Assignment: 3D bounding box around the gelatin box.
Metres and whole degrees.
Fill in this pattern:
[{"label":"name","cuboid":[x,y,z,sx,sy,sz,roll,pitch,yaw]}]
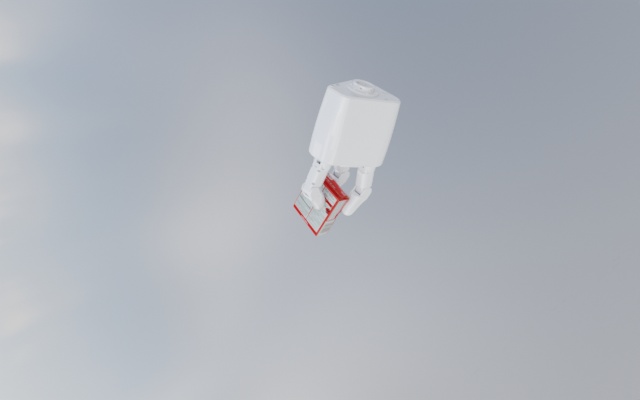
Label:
[{"label":"gelatin box","cuboid":[0.000,0.003,0.792,0.030,0.089,0.073,-10,52,-44]}]
